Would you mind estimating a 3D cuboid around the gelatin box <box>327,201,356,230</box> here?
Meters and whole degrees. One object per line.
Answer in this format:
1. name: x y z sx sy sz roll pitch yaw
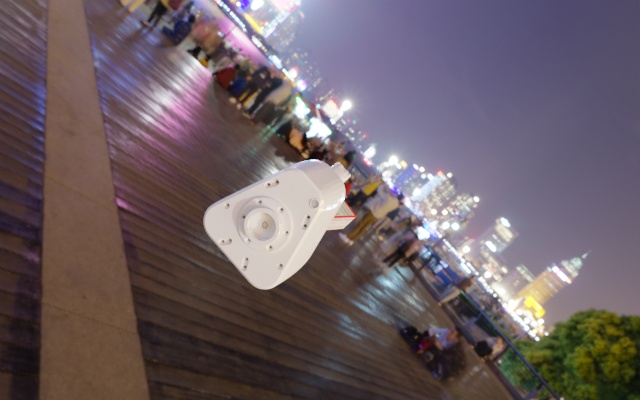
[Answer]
1. gelatin box: 0.001 0.002 0.603 0.030 0.073 0.089 -43 -16 18
